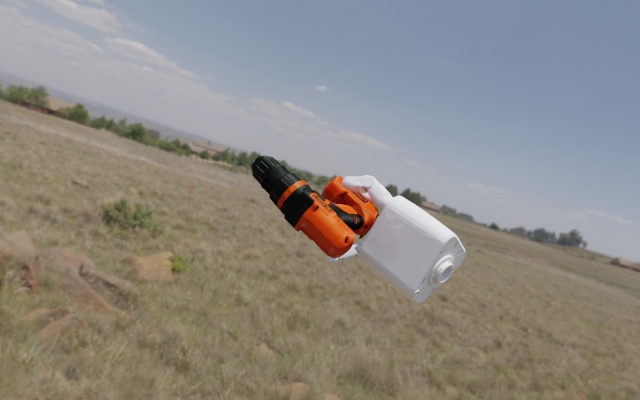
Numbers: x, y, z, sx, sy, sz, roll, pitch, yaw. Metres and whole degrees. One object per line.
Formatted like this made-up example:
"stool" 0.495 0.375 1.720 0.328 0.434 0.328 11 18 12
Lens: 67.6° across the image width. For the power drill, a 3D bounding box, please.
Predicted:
"power drill" 0.001 0.002 0.713 0.184 0.057 0.187 46 21 17
